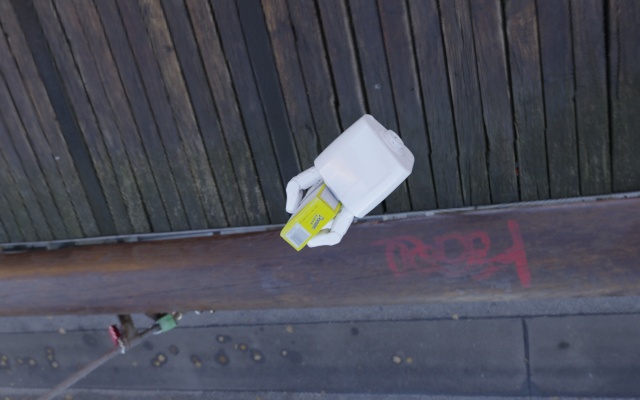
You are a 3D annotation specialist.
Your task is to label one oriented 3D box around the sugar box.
[{"bbox_3d":[0.001,0.003,0.779,0.093,0.048,0.176,-44,5,26],"label":"sugar box"}]
